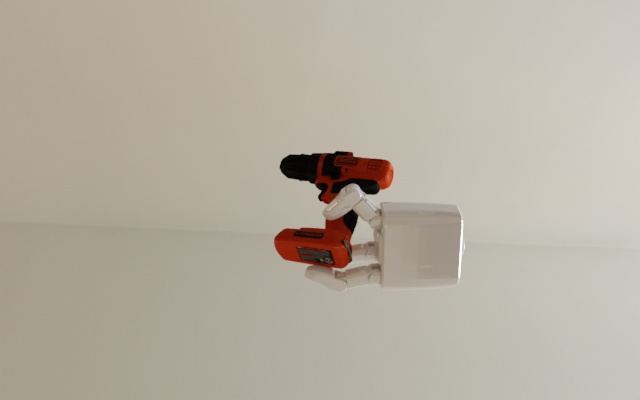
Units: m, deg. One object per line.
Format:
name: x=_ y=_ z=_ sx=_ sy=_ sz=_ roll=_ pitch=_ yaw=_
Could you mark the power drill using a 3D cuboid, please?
power drill: x=0.000 y=0.003 z=0.699 sx=0.184 sy=0.187 sz=0.057 roll=5 pitch=-38 yaw=23
